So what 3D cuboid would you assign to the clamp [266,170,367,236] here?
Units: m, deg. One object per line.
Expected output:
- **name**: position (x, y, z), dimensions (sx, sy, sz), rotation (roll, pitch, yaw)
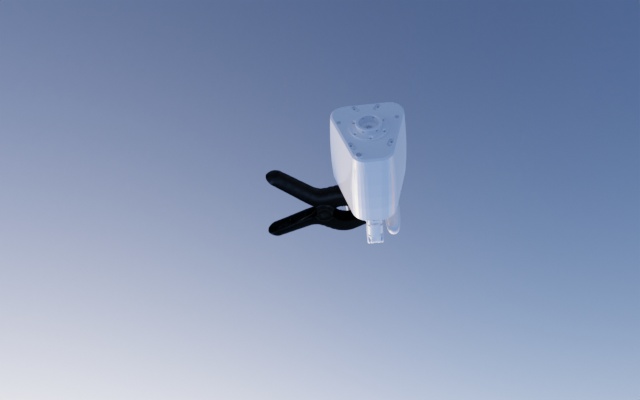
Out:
- **clamp**: position (0.000, 0.003, 0.683), dimensions (0.171, 0.039, 0.120), rotation (-5, -41, 4)
